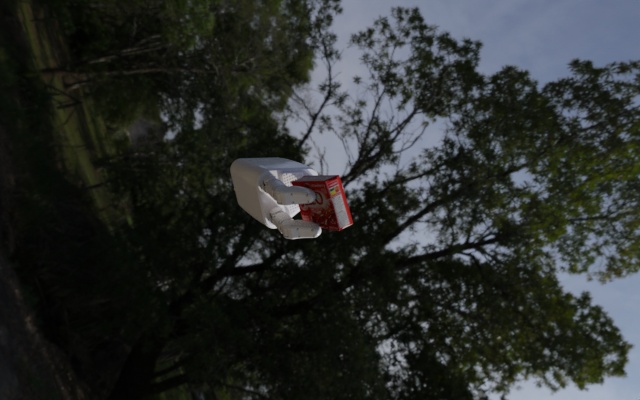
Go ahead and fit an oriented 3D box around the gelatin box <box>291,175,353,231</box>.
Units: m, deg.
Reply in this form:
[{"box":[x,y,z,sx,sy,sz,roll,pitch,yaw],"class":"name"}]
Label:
[{"box":[0.001,0.002,0.682,0.030,0.073,0.089,-25,16,-32],"class":"gelatin box"}]
